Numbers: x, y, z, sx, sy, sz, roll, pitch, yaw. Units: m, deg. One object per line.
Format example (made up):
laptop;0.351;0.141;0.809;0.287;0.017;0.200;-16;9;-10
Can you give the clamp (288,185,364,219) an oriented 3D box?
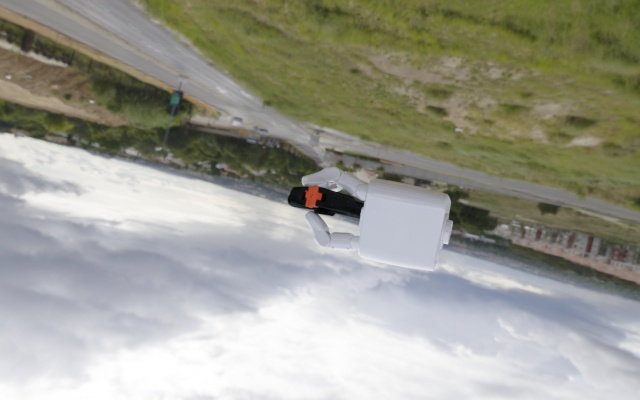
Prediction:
clamp;0.000;0.003;0.706;0.164;0.036;0.210;9;-3;19
